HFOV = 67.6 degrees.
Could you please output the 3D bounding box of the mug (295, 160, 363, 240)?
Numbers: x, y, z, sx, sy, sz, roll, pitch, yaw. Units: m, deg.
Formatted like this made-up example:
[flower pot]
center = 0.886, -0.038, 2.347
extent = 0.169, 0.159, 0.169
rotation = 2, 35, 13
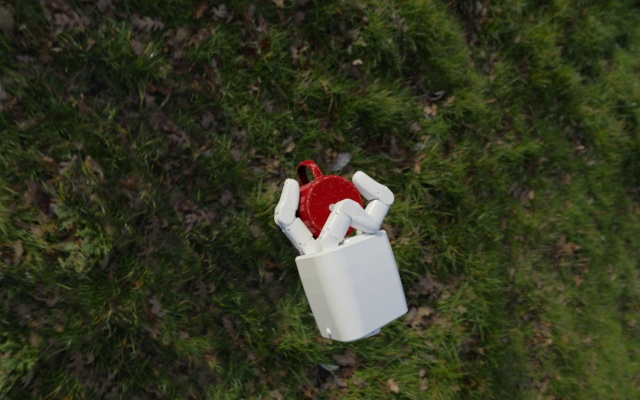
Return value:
[mug]
center = 0.000, 0.001, 0.632
extent = 0.093, 0.117, 0.081
rotation = -18, -2, -25
